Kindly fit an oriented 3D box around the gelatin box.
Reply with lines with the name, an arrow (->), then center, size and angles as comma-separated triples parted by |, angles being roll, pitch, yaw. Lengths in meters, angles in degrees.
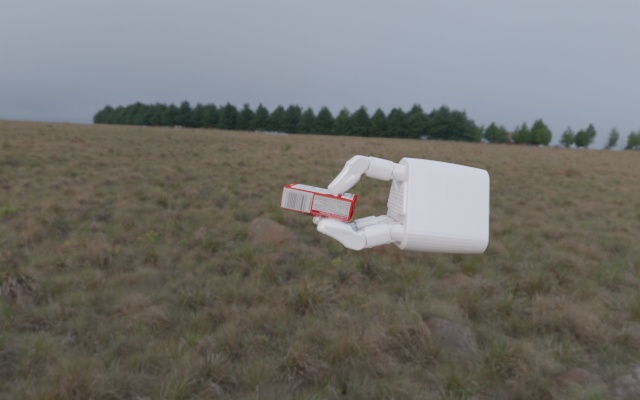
gelatin box -> 0.000, 0.001, 0.601 | 0.089, 0.030, 0.073 | 12, 7, 5
